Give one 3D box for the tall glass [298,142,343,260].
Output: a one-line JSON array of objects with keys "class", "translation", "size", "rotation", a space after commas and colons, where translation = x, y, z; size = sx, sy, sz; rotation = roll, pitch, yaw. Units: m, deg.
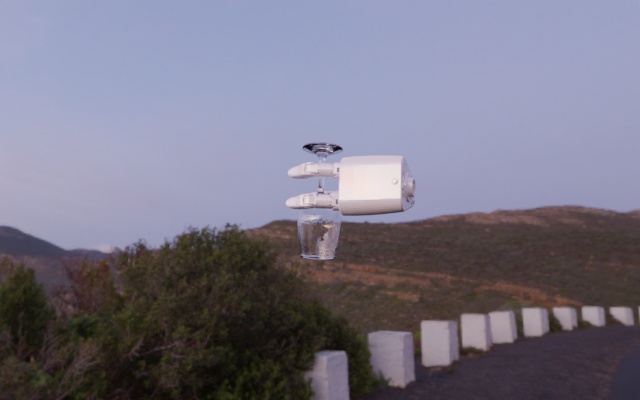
[{"class": "tall glass", "translation": [0.000, 0.002, 0.852], "size": [0.079, 0.201, 0.079], "rotation": [3, -11, 0]}]
